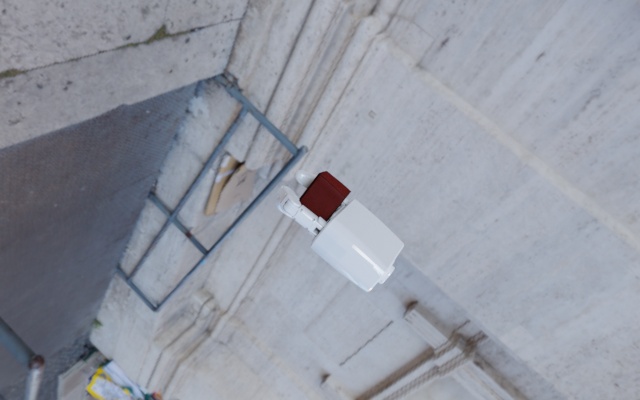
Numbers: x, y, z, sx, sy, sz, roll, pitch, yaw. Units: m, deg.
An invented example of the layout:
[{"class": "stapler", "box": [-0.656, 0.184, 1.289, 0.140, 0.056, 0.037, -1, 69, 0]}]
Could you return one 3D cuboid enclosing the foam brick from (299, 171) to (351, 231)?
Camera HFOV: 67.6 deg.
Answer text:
[{"class": "foam brick", "box": [0.000, 0.002, 0.707, 0.051, 0.078, 0.053, 40, 17, 5]}]
